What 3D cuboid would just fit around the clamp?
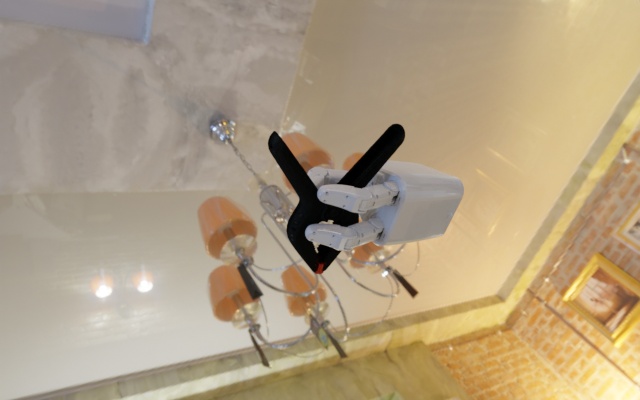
[{"bbox_3d":[0.000,0.002,0.564,0.164,0.210,0.036,-1,35,-28],"label":"clamp"}]
